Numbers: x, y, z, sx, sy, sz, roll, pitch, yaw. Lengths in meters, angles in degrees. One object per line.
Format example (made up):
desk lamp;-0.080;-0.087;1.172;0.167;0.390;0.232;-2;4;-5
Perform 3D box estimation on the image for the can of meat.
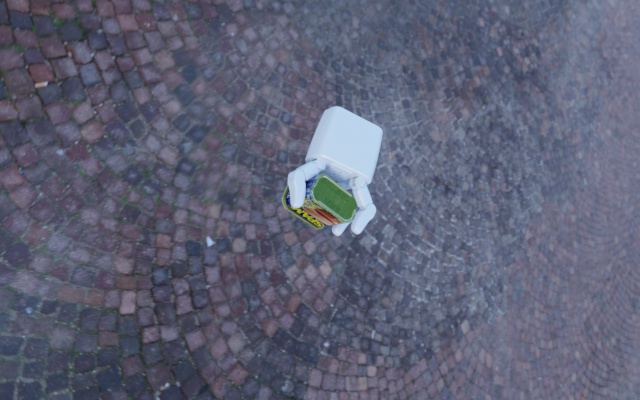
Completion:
can of meat;0.000;0.003;0.813;0.102;0.057;0.084;36;-28;-28
